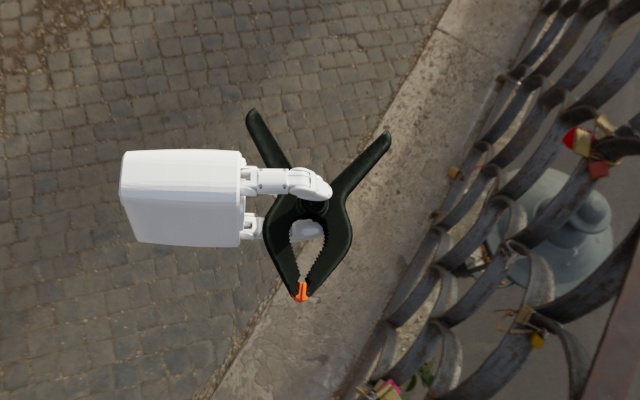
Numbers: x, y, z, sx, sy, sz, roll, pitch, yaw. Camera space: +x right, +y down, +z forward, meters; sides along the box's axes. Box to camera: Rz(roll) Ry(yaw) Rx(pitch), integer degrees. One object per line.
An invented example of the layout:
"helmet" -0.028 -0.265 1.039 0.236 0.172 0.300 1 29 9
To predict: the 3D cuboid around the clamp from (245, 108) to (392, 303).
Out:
"clamp" 0.000 0.002 0.510 0.164 0.210 0.036 1 -16 -7
